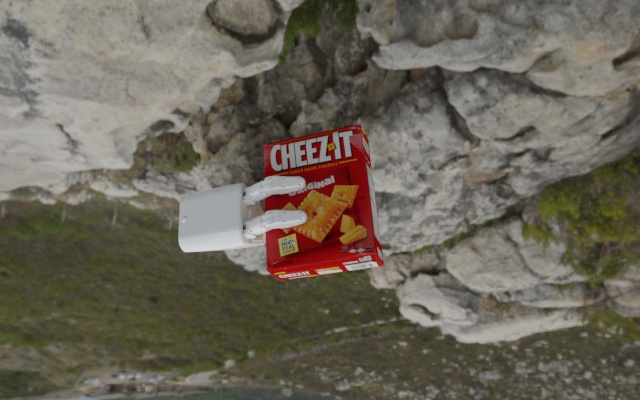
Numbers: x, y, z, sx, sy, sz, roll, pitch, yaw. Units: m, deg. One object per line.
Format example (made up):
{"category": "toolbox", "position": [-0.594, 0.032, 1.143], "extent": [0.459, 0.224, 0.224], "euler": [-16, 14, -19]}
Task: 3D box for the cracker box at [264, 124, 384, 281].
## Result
{"category": "cracker box", "position": [0.000, 0.003, 0.730], "extent": [0.164, 0.213, 0.072], "euler": [-10, -24, 13]}
